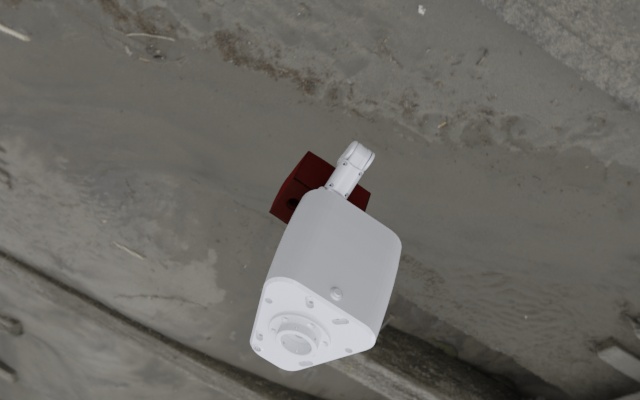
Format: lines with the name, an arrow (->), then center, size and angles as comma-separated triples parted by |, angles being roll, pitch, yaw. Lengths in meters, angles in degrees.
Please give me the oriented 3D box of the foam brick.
foam brick -> 0.000, 0.001, 0.460 | 0.078, 0.053, 0.051 | 34, 40, -7
